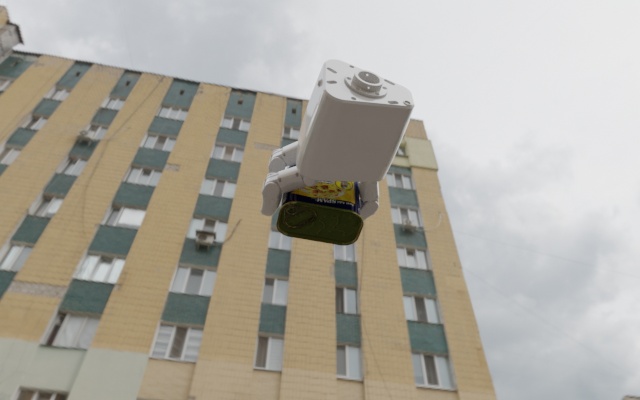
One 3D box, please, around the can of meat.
[{"bbox_3d":[0.000,0.002,0.599,0.102,0.057,0.083,10,42,-7],"label":"can of meat"}]
